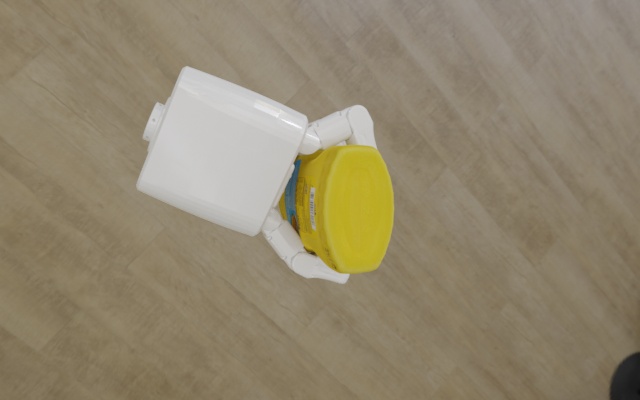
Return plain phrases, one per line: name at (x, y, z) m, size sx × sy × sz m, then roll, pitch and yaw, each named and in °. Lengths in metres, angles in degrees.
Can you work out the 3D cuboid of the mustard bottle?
mustard bottle at (0.000, 0.001, 0.435) m, size 0.058 × 0.096 × 0.191 m, roll -4°, pitch 5°, yaw -17°
